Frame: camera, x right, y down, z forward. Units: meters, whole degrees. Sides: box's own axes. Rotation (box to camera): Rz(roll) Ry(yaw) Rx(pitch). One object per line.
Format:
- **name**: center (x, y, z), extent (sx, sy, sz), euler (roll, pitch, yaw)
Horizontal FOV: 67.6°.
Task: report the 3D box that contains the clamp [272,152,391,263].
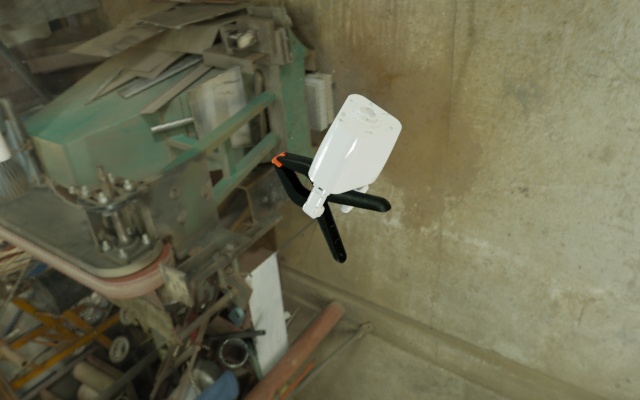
- **clamp**: center (-0.001, 0.002, 0.798), extent (0.210, 0.165, 0.036), euler (37, 41, 13)
